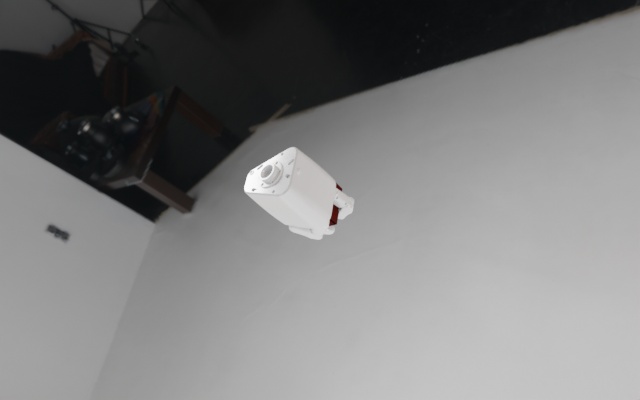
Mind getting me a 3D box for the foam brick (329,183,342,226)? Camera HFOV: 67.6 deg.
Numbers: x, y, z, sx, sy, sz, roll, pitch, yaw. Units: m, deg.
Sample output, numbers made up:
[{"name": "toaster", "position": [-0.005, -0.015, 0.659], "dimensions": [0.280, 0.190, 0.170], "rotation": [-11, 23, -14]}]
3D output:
[{"name": "foam brick", "position": [0.000, 0.003, 0.847], "dimensions": [0.053, 0.078, 0.051], "rotation": [-13, -37, 34]}]
